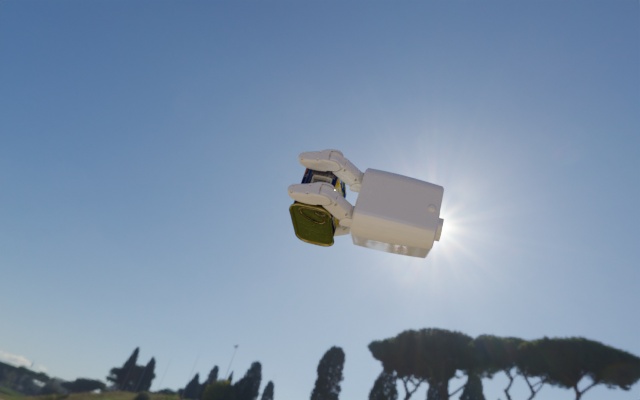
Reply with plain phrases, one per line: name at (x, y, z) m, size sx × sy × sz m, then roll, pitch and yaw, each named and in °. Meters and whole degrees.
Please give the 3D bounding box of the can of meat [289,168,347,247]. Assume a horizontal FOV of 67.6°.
can of meat at (0.000, 0.002, 0.662) m, size 0.057 × 0.084 × 0.102 m, roll 11°, pitch -31°, yaw 13°
